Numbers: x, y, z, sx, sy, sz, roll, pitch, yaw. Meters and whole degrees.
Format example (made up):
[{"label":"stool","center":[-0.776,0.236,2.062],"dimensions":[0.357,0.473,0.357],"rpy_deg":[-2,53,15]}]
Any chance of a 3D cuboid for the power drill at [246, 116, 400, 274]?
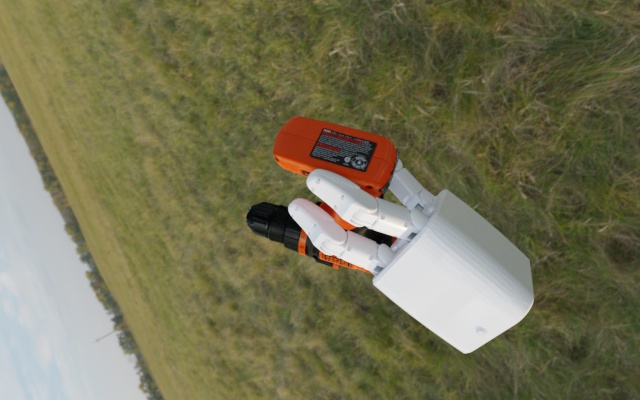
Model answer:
[{"label":"power drill","center":[0.000,0.001,0.484],"dimensions":[0.184,0.057,0.188],"rpy_deg":[14,-31,11]}]
